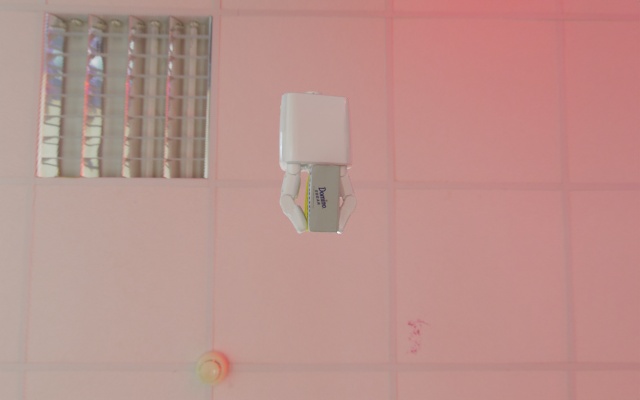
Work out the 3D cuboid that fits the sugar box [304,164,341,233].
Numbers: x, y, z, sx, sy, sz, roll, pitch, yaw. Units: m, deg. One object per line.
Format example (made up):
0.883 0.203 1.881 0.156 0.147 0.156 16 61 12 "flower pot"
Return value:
0.000 0.002 0.721 0.048 0.093 0.176 2 -4 -1 "sugar box"
